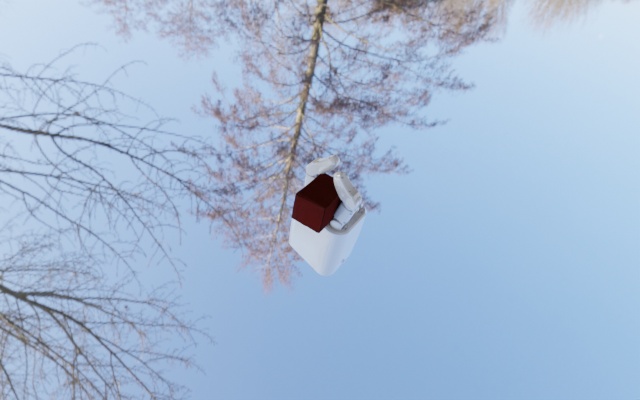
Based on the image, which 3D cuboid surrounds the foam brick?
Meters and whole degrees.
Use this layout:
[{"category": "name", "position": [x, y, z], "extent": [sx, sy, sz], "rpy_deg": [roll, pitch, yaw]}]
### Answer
[{"category": "foam brick", "position": [0.000, 0.002, 0.729], "extent": [0.053, 0.051, 0.078], "rpy_deg": [30, 40, 17]}]
